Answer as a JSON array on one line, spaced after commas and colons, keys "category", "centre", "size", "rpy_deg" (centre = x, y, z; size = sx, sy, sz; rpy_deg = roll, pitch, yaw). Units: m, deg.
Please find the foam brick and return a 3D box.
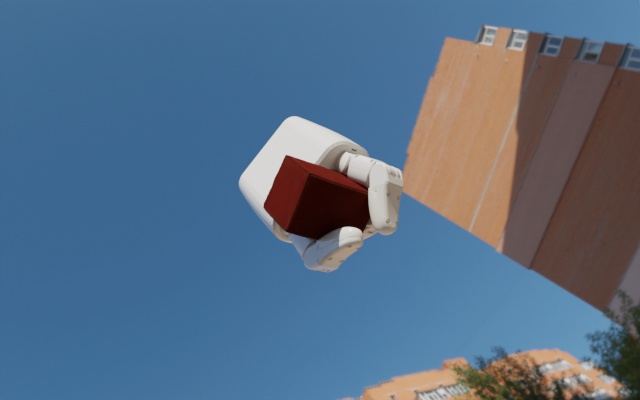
[{"category": "foam brick", "centre": [0.000, 0.001, 0.413], "size": [0.078, 0.053, 0.051], "rpy_deg": [17, 15, -37]}]
